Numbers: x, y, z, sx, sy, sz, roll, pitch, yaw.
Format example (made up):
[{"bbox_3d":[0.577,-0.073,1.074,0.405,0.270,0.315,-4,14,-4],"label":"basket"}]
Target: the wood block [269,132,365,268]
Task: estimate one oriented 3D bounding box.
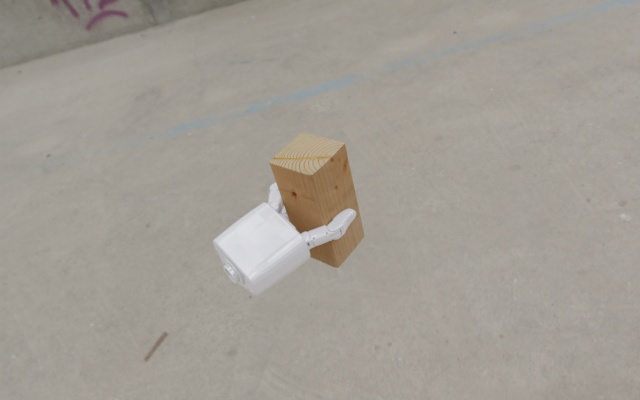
[{"bbox_3d":[0.000,0.003,0.800,0.091,0.206,0.090,19,51,34],"label":"wood block"}]
